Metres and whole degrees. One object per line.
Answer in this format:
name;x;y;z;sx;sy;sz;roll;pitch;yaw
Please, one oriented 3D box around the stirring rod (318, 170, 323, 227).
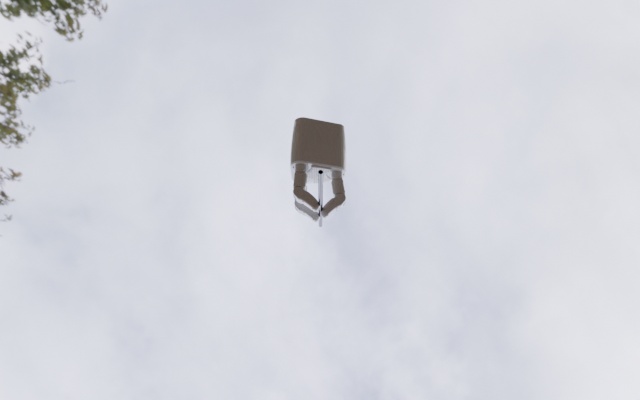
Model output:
stirring rod;0.000;0.003;0.876;0.011;0.011;0.240;0;-24;0
